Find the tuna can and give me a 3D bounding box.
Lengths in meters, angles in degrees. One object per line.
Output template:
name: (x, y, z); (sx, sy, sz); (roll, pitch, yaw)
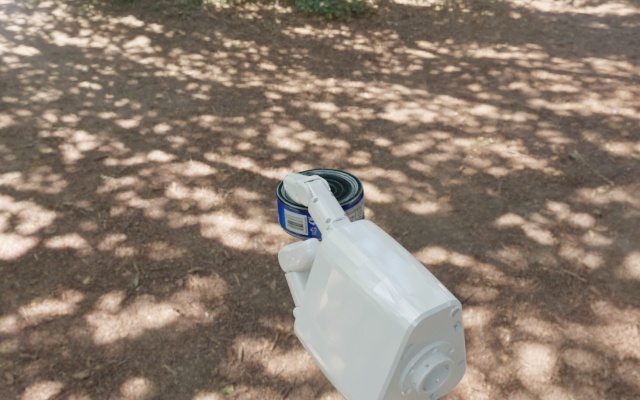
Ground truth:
tuna can: (0.000, 0.001, 0.463); (0.086, 0.034, 0.086); (-2, 30, 1)
